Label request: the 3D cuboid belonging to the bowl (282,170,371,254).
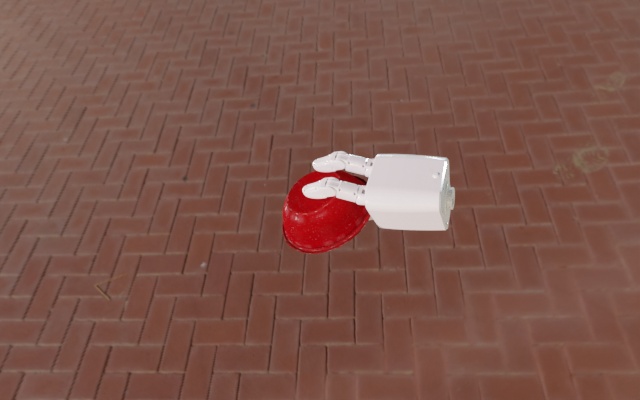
[{"bbox_3d":[-0.001,0.003,0.751,0.162,0.162,0.055,0,-40,33],"label":"bowl"}]
